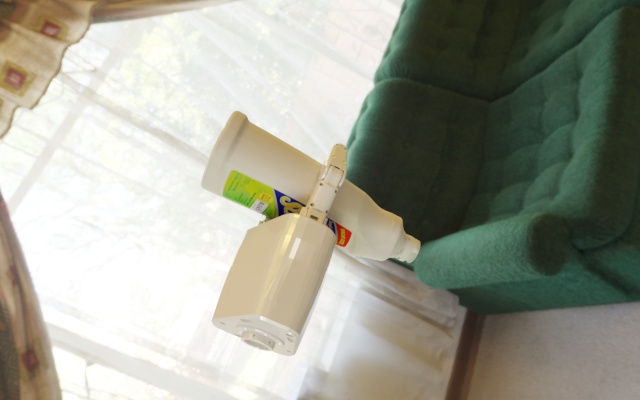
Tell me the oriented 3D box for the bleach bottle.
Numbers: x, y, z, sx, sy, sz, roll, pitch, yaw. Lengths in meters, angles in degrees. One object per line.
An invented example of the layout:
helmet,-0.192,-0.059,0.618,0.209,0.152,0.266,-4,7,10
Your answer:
bleach bottle,0.000,0.002,0.524,0.251,0.068,0.103,26,-31,-10
